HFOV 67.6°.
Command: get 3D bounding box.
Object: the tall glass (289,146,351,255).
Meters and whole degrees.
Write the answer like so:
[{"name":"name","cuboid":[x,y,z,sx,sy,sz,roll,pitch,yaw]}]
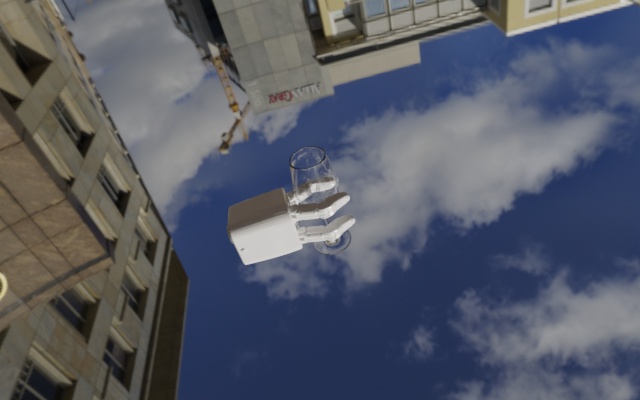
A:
[{"name":"tall glass","cuboid":[0.000,0.003,0.843,0.079,0.201,0.079,-9,40,8]}]
